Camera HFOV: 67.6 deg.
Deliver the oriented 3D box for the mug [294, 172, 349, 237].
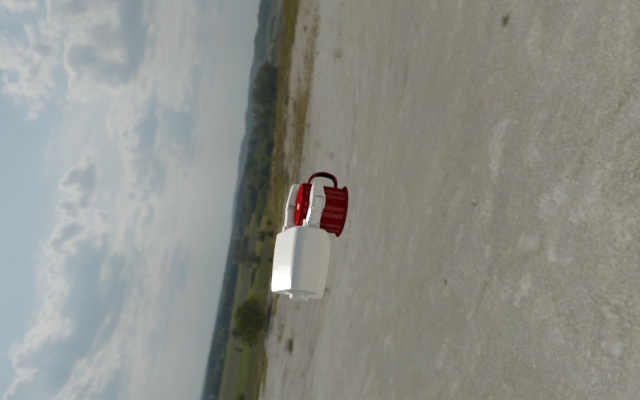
[{"bbox_3d":[0.000,0.001,0.856,0.081,0.117,0.093,9,-19,-9],"label":"mug"}]
